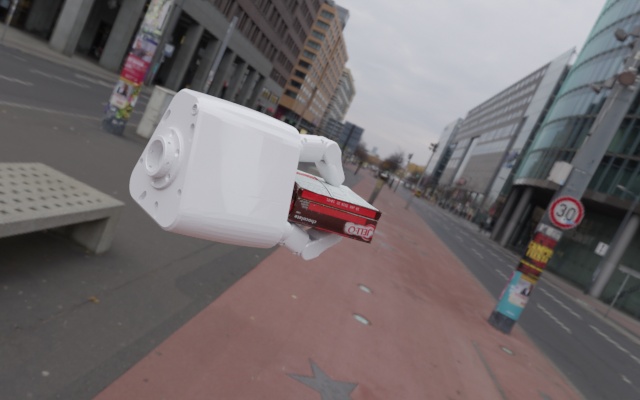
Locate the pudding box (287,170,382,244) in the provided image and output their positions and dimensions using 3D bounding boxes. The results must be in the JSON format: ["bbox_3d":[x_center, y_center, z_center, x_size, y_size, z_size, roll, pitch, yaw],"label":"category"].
[{"bbox_3d":[0.000,0.001,0.493,0.090,0.039,0.113,18,11,-19],"label":"pudding box"}]
